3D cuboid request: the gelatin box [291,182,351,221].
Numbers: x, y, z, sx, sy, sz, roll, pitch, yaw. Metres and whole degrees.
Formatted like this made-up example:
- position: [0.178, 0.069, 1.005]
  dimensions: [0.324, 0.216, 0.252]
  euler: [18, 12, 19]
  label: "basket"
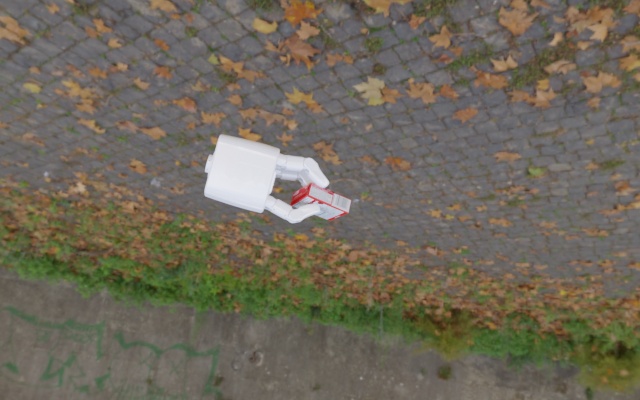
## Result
- position: [0.000, 0.003, 0.874]
  dimensions: [0.089, 0.030, 0.073]
  euler: [23, -23, -20]
  label: "gelatin box"
